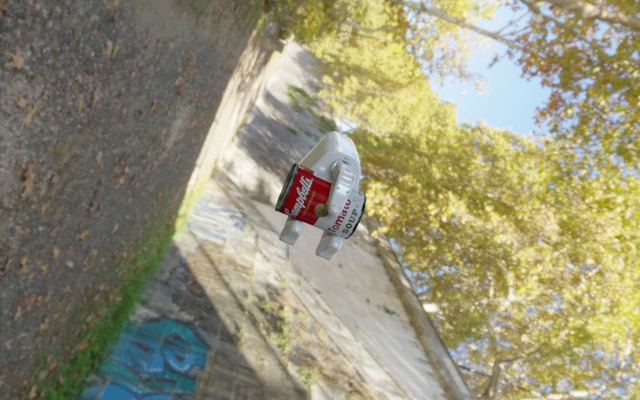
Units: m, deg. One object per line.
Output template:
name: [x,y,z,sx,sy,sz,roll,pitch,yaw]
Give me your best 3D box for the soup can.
soup can: [0.000,0.002,0.624,0.102,0.068,0.068,23,-5,-10]
